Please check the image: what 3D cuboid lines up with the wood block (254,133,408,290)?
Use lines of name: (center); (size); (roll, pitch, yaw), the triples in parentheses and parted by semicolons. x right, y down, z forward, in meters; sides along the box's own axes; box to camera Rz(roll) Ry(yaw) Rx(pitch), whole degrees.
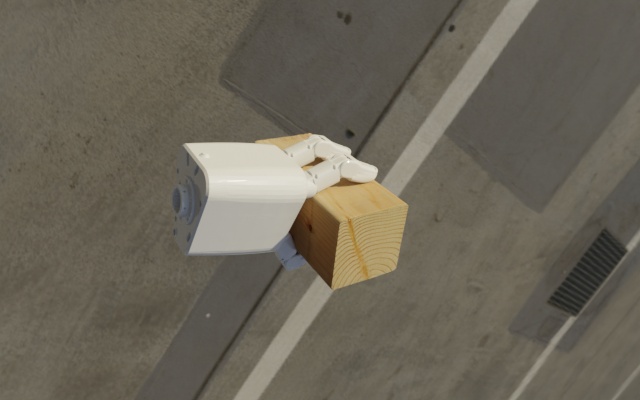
wood block: (0.000, 0.002, 0.577); (0.090, 0.091, 0.206); (-13, 35, -28)
